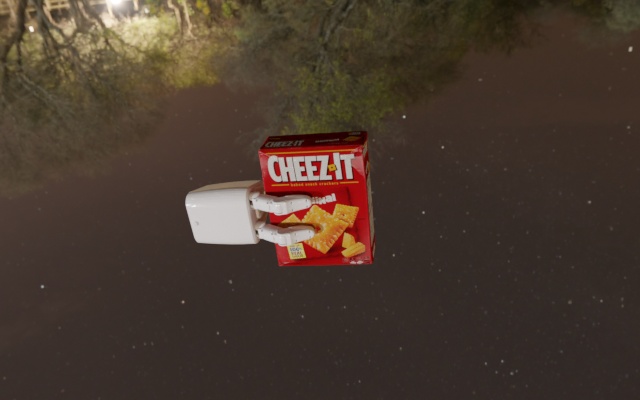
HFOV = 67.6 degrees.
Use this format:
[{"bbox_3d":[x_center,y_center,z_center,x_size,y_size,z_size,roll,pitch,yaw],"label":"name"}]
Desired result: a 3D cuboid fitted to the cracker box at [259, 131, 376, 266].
[{"bbox_3d":[0.000,0.003,0.776,0.164,0.214,0.072,-2,27,11],"label":"cracker box"}]
